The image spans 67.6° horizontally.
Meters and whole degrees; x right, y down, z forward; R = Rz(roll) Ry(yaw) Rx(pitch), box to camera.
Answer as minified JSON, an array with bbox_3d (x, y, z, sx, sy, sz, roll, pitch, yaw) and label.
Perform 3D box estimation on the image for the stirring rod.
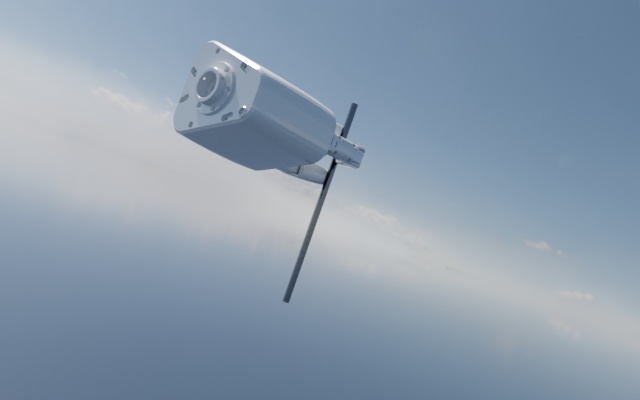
[{"bbox_3d":[0.000,0.002,0.547,0.011,0.239,0.011,19,-3,1],"label":"stirring rod"}]
